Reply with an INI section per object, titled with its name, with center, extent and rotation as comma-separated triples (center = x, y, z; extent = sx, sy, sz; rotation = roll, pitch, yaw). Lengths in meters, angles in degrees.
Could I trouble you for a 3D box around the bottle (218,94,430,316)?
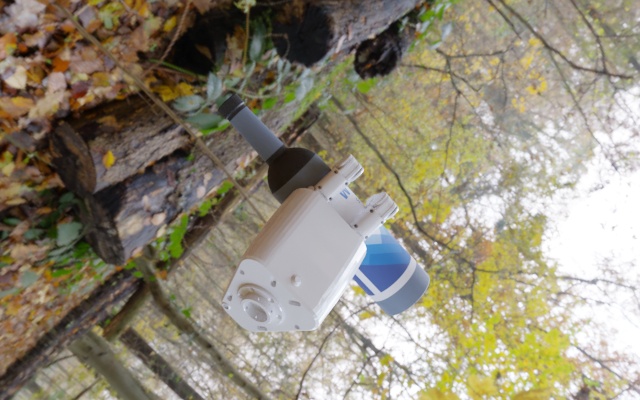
[bottle]
center = 0.000, 0.002, 0.528
extent = 0.069, 0.296, 0.069
rotation = -42, 9, 8
